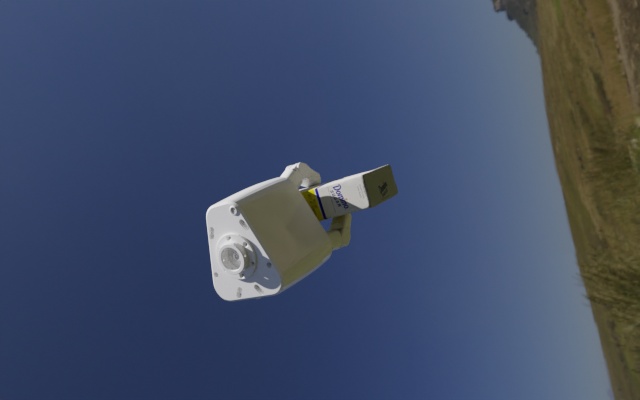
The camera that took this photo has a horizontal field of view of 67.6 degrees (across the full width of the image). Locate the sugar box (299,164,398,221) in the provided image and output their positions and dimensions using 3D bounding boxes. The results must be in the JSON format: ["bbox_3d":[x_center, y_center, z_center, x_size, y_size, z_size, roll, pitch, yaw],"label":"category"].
[{"bbox_3d":[0.000,0.003,0.606,0.176,0.048,0.093,-13,5,30],"label":"sugar box"}]
